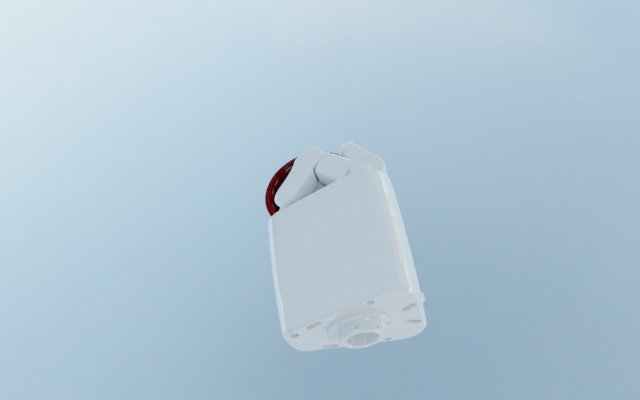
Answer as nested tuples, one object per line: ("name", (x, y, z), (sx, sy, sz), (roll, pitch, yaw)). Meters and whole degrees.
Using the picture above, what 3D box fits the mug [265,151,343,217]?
("mug", (0.000, 0.001, 0.497), (0.093, 0.117, 0.082), (-14, -39, 9))
